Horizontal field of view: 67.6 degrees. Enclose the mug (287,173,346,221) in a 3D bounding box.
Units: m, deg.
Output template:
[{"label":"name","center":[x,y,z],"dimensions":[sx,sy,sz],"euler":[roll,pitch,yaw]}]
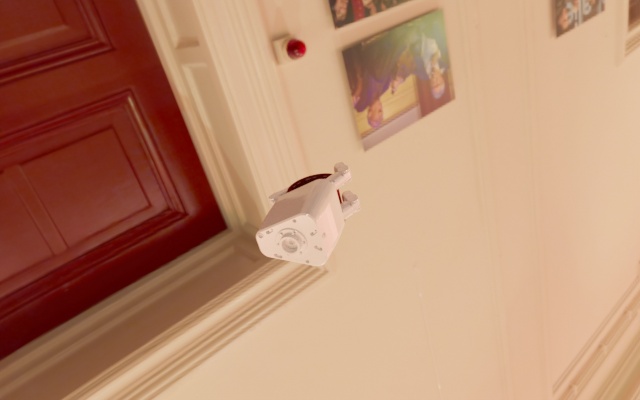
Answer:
[{"label":"mug","center":[0.001,0.002,0.846],"dimensions":[0.093,0.081,0.117],"euler":[-6,26,21]}]
